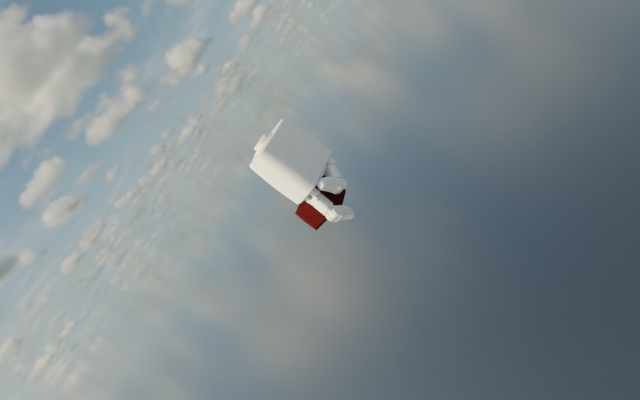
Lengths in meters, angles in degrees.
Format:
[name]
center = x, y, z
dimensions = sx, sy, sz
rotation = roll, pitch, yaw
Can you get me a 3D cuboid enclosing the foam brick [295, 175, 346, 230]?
[foam brick]
center = 0.000, 0.003, 0.857
dimensions = 0.051, 0.078, 0.053
rotation = 36, 33, -12
